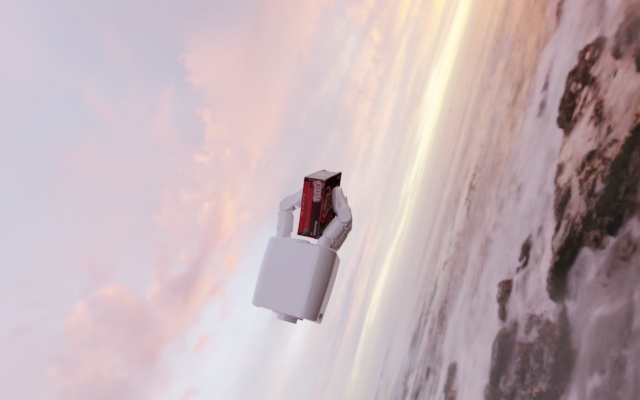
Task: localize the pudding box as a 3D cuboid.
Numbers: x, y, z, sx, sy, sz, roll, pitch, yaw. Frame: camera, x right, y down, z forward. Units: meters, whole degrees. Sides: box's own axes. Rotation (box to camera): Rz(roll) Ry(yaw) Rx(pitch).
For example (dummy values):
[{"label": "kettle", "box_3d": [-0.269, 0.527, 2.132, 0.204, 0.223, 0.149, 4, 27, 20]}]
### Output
[{"label": "pudding box", "box_3d": [0.000, 0.002, 0.737, 0.039, 0.090, 0.113, 11, 12, 11]}]
